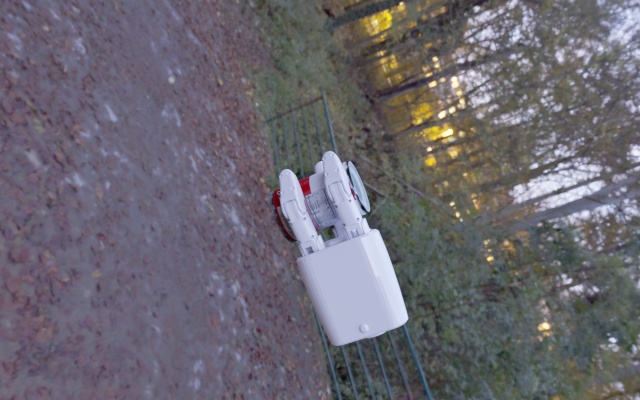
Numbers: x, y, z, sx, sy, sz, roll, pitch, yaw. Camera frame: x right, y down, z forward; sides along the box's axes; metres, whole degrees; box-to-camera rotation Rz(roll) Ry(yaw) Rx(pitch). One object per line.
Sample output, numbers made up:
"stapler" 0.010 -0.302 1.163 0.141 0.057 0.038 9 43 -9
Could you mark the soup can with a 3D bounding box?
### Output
"soup can" 0.000 0.001 0.572 0.102 0.068 0.068 -22 -5 14
